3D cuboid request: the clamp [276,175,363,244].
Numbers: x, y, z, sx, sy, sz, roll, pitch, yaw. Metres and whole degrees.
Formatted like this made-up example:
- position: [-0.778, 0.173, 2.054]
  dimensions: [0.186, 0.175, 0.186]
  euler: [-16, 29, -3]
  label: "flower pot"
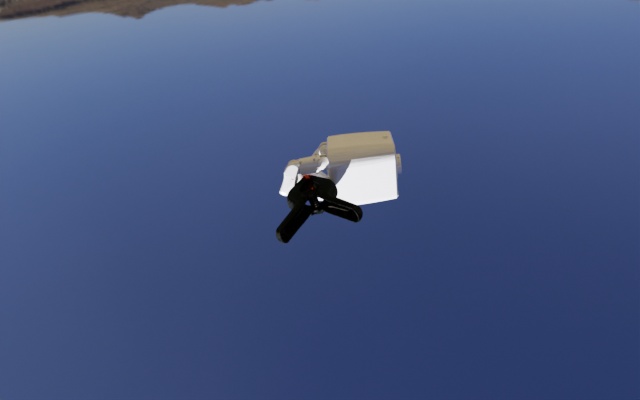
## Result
- position: [0.000, 0.003, 0.704]
  dimensions: [0.120, 0.039, 0.171]
  euler: [-7, 29, 5]
  label: "clamp"
